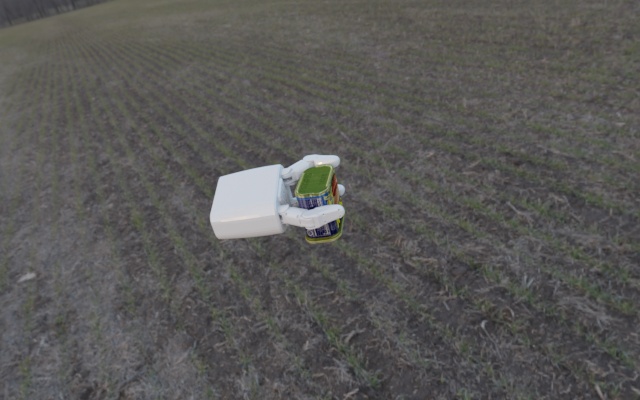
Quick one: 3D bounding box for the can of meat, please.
[{"bbox_3d":[0.000,0.002,0.739,0.057,0.084,0.102,-7,29,13],"label":"can of meat"}]
